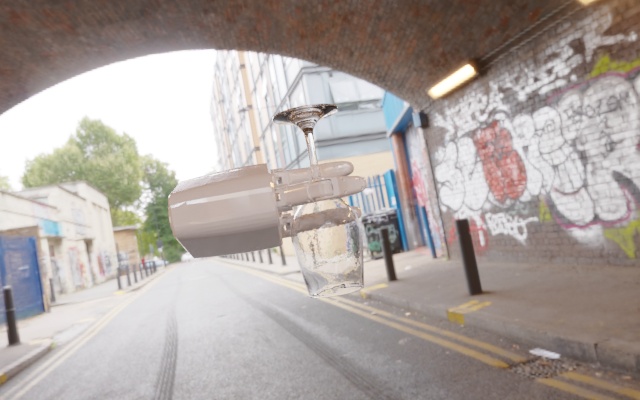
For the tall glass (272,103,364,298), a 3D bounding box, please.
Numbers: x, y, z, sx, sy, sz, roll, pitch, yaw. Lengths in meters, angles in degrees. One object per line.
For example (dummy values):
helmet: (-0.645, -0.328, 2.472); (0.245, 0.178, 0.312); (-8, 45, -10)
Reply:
tall glass: (0.000, 0.001, 0.525); (0.079, 0.201, 0.079); (-10, -3, -1)
